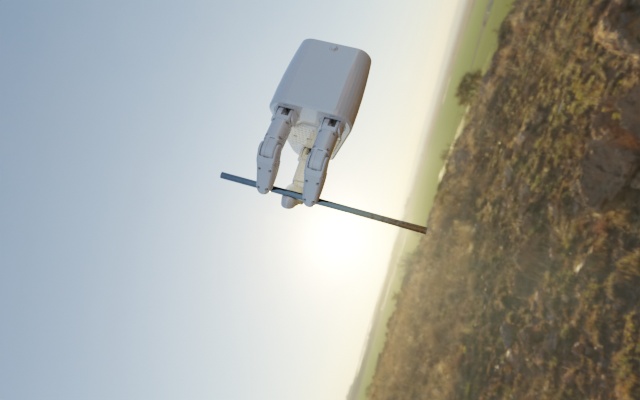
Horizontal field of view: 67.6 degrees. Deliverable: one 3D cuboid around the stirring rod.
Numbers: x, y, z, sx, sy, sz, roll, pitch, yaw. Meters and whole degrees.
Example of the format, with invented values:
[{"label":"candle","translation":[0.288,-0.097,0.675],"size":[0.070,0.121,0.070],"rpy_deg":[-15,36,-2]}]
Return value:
[{"label":"stirring rod","translation":[0.000,0.002,0.534],"size":[0.239,0.011,0.011],"rpy_deg":[15,2,9]}]
